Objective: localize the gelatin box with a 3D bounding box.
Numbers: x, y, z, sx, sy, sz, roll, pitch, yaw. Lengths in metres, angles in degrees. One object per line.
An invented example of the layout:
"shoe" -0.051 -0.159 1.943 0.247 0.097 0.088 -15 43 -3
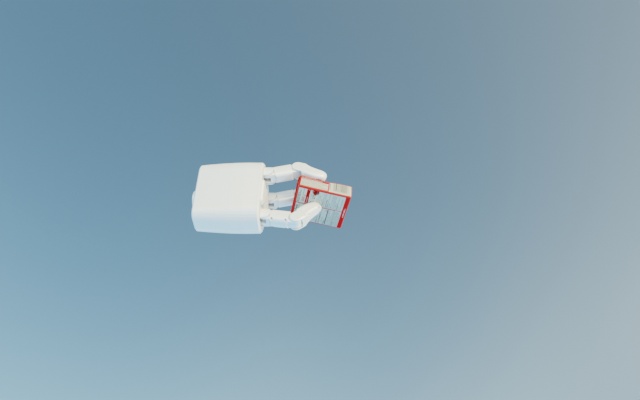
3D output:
"gelatin box" 0.000 0.003 0.777 0.089 0.073 0.030 13 41 -3
